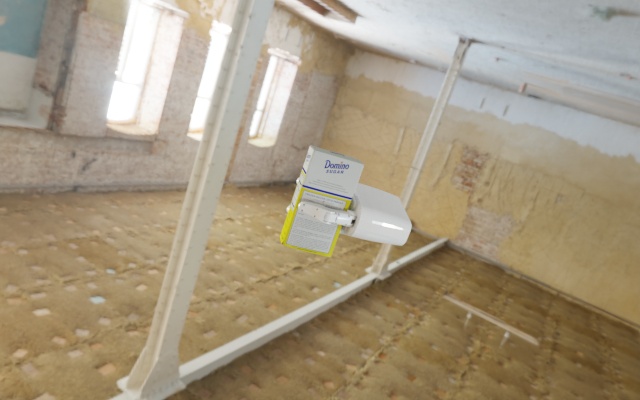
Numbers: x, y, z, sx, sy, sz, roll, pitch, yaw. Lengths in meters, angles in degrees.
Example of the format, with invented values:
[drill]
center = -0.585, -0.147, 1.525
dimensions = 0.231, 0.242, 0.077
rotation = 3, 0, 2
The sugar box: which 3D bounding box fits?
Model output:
[sugar box]
center = 0.000, 0.003, 0.818
dimensions = 0.093, 0.176, 0.048
rotation = 15, 13, -17
